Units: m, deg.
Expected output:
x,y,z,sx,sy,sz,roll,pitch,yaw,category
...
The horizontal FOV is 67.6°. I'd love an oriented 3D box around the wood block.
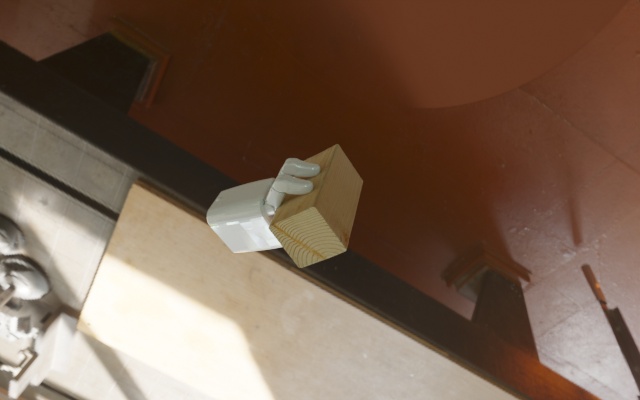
x,y,z,sx,sy,sz,roll,pitch,yaw,category
0.000,0.003,0.794,0.090,0.091,0.206,-24,24,26,wood block
